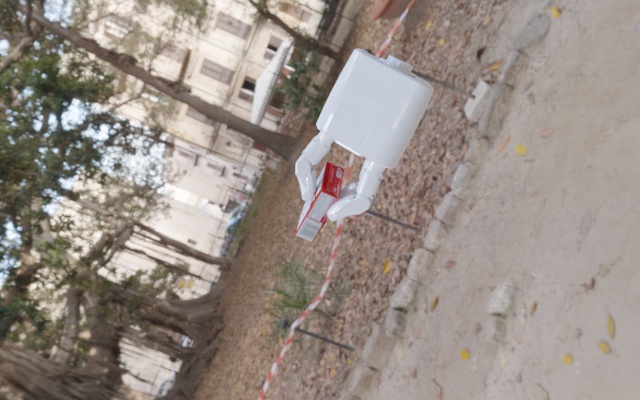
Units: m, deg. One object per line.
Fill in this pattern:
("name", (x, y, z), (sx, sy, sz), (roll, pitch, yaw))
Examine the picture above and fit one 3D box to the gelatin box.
("gelatin box", (0.000, 0.002, 0.660), (0.030, 0.089, 0.073), (25, 34, -8))
